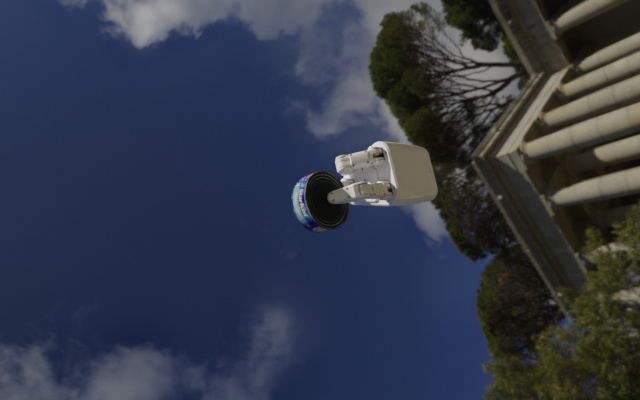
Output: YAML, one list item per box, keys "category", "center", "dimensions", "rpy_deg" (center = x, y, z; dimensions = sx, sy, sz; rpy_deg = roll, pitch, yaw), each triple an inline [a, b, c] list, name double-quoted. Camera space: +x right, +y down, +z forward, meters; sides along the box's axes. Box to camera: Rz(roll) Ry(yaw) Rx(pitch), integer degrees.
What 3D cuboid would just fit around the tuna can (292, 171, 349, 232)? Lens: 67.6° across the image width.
- category: "tuna can"
  center: [0.000, 0.002, 0.689]
  dimensions: [0.086, 0.086, 0.034]
  rpy_deg: [0, -13, -44]
